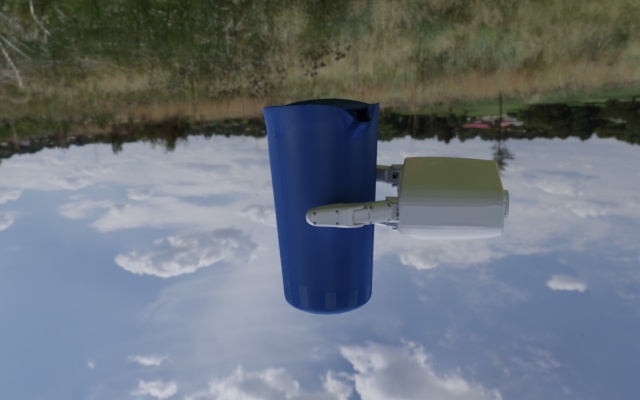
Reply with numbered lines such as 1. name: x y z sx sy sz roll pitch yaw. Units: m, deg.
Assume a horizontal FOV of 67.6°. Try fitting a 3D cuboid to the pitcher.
1. pitcher: 0.000 0.002 0.575 0.145 0.243 0.149 0 10 12
